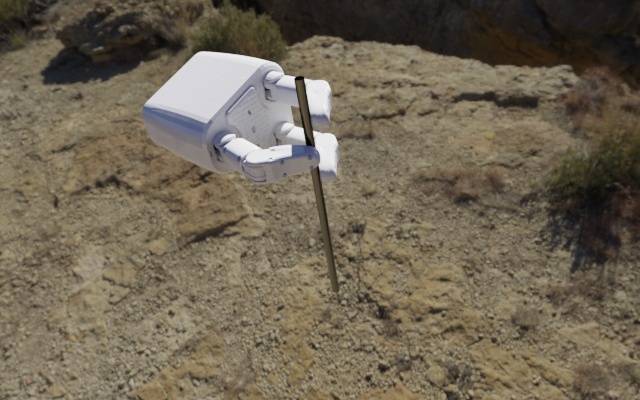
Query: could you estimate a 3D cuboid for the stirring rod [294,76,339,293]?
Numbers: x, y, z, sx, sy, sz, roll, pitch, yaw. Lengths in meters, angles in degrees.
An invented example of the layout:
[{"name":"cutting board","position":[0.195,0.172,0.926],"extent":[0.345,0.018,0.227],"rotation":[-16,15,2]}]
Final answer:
[{"name":"stirring rod","position":[0.000,0.001,0.434],"extent":[0.011,0.240,0.011],"rotation":[-6,38,5]}]
